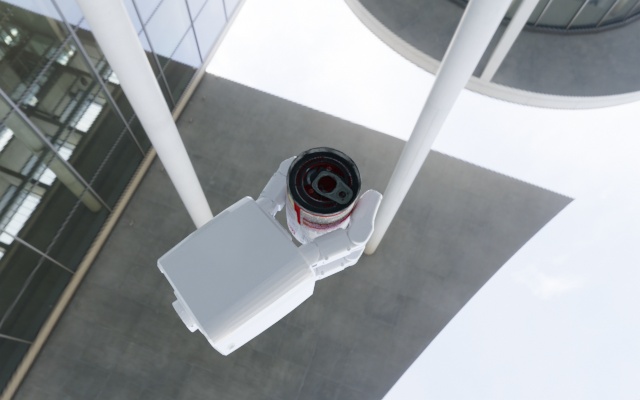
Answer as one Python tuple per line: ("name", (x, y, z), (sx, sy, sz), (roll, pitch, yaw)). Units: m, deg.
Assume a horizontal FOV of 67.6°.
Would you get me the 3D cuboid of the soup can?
("soup can", (0.000, 0.001, 0.474), (0.068, 0.068, 0.102), (0, -23, -4))
